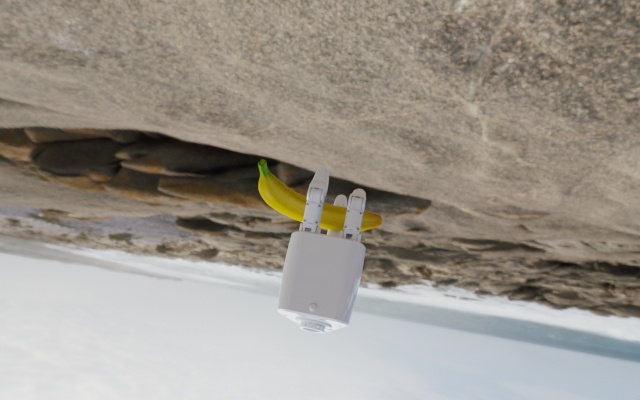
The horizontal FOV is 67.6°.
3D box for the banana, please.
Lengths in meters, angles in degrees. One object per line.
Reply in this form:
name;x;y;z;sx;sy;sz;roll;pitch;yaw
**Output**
banana;-0.010;0.009;0.688;0.198;0.037;0.070;24;-34;-13
